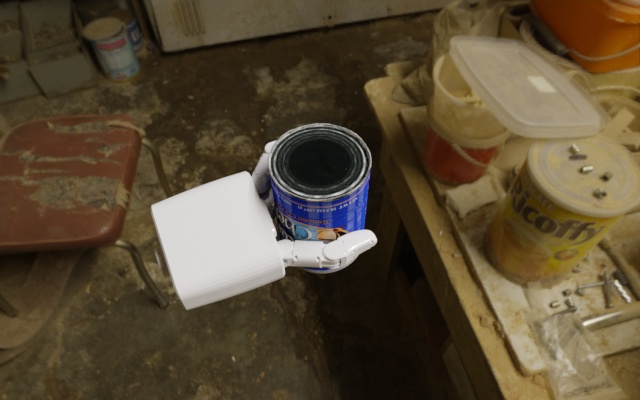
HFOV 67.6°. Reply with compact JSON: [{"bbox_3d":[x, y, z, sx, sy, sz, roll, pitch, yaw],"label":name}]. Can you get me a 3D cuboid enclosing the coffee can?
[{"bbox_3d":[0.000,0.002,0.523,0.103,0.102,0.140,0,-37,1],"label":"coffee can"}]
